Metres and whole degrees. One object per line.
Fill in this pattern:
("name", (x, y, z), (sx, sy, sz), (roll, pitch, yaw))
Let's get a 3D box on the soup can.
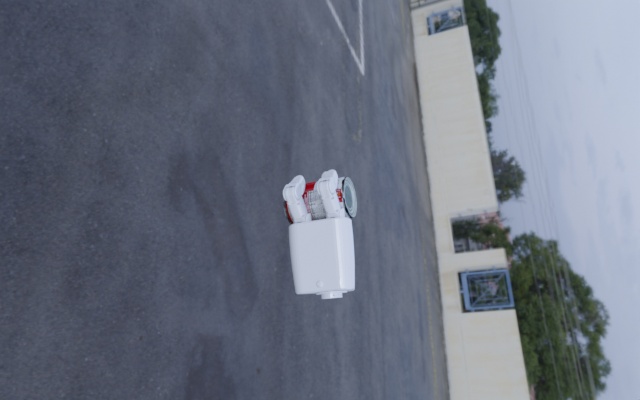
("soup can", (0.000, 0.002, 0.763), (0.102, 0.068, 0.068), (-9, -3, 20))
